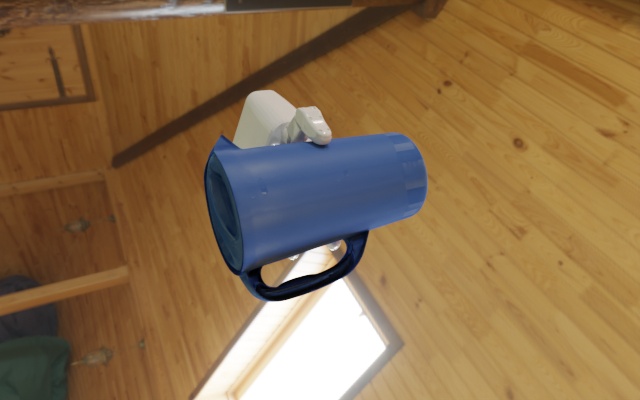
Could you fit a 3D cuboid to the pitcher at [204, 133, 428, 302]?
[{"bbox_3d":[0.000,0.002,0.547,0.243,0.149,0.145,-13,38,-24],"label":"pitcher"}]
